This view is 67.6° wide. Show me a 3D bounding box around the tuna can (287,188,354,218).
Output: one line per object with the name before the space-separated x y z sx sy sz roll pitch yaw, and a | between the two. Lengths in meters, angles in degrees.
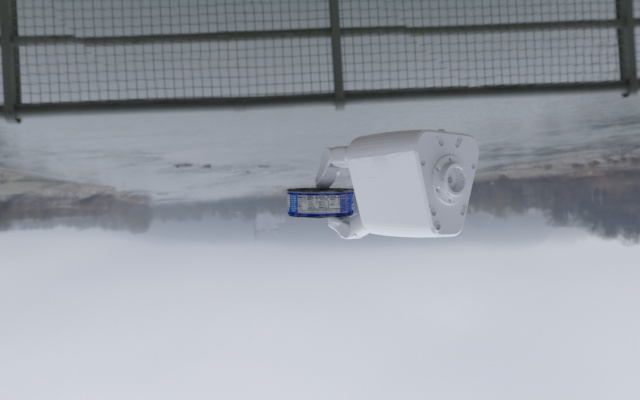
tuna can | 0.000 0.003 0.610 0.086 0.034 0.086 0 4 0
